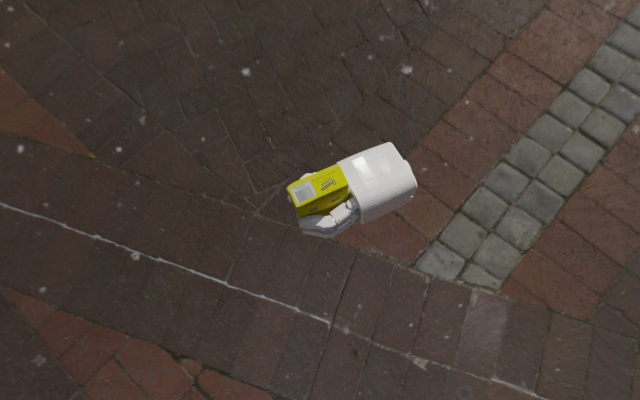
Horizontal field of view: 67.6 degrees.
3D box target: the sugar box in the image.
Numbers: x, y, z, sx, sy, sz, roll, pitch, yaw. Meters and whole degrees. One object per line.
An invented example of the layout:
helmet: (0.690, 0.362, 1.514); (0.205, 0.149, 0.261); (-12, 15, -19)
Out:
sugar box: (0.000, 0.003, 0.822); (0.093, 0.048, 0.176); (-24, -19, -3)
